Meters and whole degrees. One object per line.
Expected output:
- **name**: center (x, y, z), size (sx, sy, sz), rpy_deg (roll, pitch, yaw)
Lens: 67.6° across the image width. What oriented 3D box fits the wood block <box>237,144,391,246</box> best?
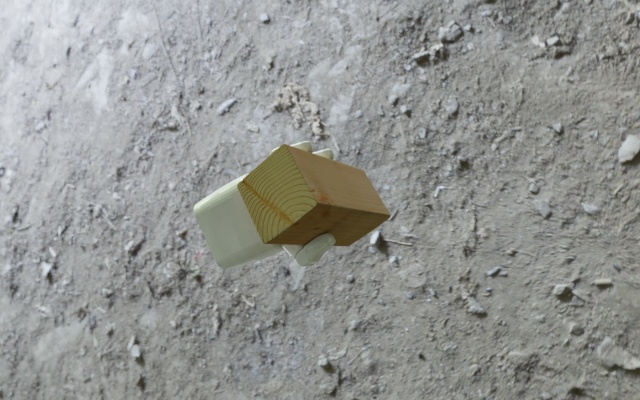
- **wood block**: center (0.000, 0.003, 0.646), size (0.090, 0.090, 0.206), rpy_deg (-37, -23, 23)
